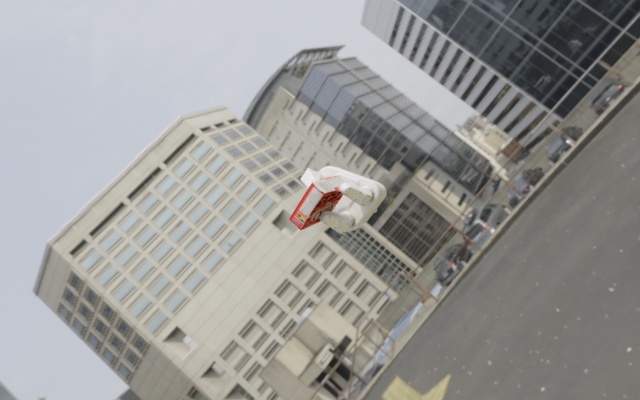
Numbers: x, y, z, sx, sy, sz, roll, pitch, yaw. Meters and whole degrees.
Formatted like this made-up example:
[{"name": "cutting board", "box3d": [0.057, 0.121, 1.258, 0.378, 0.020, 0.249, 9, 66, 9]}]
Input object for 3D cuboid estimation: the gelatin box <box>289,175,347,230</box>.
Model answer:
[{"name": "gelatin box", "box3d": [0.000, 0.002, 0.732, 0.030, 0.073, 0.089, 41, 26, 16]}]
